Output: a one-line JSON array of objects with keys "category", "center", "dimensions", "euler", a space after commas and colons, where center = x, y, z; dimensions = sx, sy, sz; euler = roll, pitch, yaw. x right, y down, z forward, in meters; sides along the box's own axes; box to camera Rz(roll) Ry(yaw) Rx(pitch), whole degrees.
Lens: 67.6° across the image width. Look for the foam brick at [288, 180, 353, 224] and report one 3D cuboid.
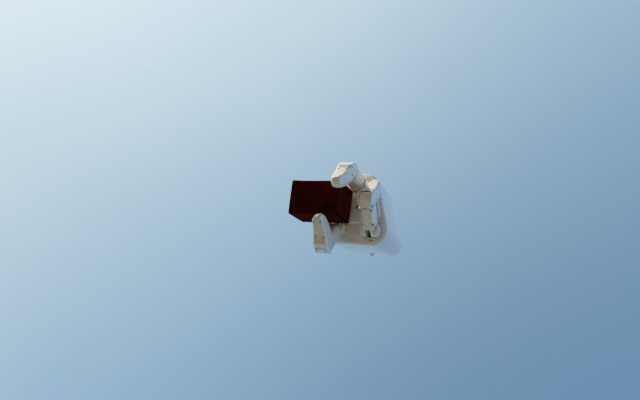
[{"category": "foam brick", "center": [0.000, 0.002, 0.701], "dimensions": [0.078, 0.053, 0.051], "euler": [2, -16, 25]}]
